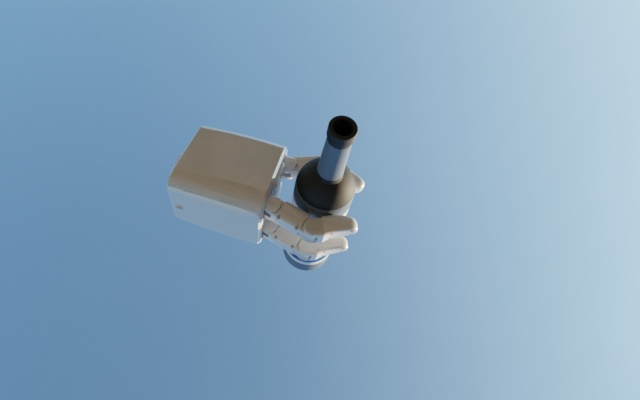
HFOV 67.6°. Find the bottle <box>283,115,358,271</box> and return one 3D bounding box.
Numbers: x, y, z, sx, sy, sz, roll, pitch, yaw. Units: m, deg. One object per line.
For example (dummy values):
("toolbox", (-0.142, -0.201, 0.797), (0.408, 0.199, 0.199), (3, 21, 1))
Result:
("bottle", (0.000, 0.002, 0.556), (0.069, 0.069, 0.296), (0, -27, -9))
